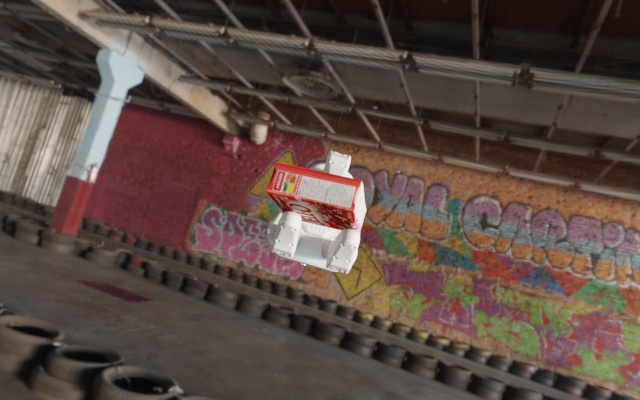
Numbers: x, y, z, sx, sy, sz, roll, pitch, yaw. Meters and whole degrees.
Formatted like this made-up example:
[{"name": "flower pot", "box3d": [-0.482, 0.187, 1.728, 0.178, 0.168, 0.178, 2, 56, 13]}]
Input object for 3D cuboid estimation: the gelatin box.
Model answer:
[{"name": "gelatin box", "box3d": [0.000, 0.001, 0.415, 0.073, 0.030, 0.089, 13, -14, 11]}]
